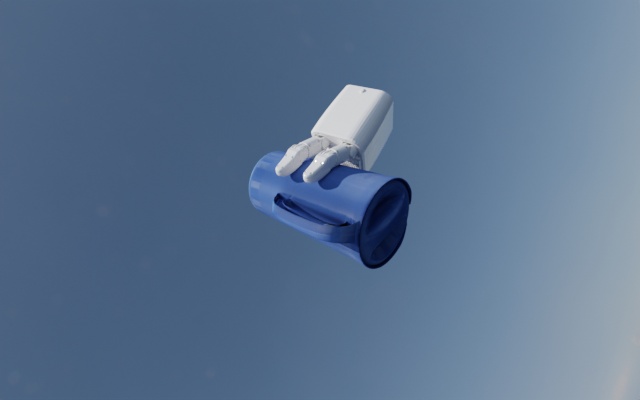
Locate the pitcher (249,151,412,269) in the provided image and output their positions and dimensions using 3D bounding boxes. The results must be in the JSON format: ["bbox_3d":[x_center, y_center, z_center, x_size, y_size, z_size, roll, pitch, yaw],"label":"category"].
[{"bbox_3d":[0.000,0.002,0.721,0.243,0.145,0.149,20,-21,36],"label":"pitcher"}]
